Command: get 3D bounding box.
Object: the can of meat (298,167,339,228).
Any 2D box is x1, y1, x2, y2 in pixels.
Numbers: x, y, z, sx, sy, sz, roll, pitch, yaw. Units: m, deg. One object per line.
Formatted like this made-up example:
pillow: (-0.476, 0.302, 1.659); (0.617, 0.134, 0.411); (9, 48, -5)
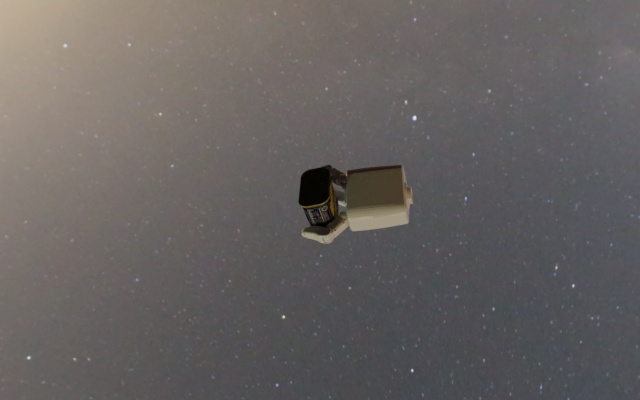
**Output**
can of meat: (0.000, 0.003, 0.892); (0.057, 0.084, 0.102); (-10, 42, 12)
